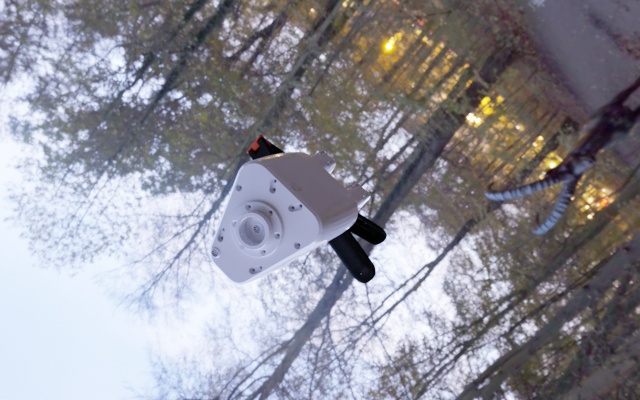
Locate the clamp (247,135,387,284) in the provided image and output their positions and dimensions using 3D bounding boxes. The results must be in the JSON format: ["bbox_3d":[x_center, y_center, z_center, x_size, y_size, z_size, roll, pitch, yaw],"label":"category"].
[{"bbox_3d":[-0.001,0.002,0.575,0.210,0.036,0.164,44,15,9],"label":"clamp"}]
